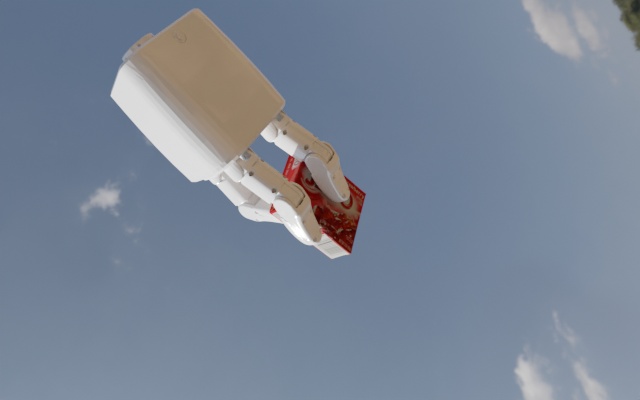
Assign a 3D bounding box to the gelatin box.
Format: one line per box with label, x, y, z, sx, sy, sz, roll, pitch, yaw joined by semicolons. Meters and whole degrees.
gelatin box;0.000;0.002;0.456;0.030;0.073;0.089;-20;-48;42
